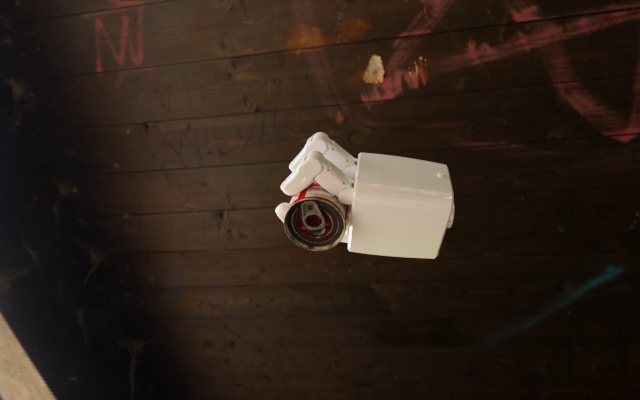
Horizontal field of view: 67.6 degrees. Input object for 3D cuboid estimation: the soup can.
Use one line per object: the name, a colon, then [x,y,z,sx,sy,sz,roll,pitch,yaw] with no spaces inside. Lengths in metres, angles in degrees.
soup can: [0.000,0.002,0.560,0.068,0.068,0.102,0,31,9]
